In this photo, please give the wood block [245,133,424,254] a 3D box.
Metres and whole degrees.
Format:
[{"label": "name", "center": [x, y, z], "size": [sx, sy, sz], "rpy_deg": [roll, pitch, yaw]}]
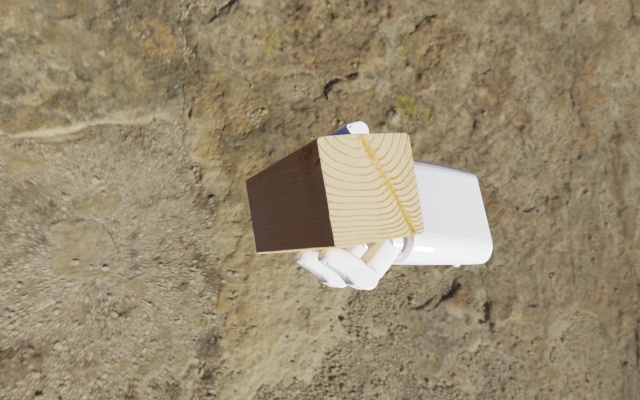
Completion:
[{"label": "wood block", "center": [0.000, 0.001, 0.481], "size": [0.090, 0.091, 0.206], "rpy_deg": [-7, -4, -26]}]
